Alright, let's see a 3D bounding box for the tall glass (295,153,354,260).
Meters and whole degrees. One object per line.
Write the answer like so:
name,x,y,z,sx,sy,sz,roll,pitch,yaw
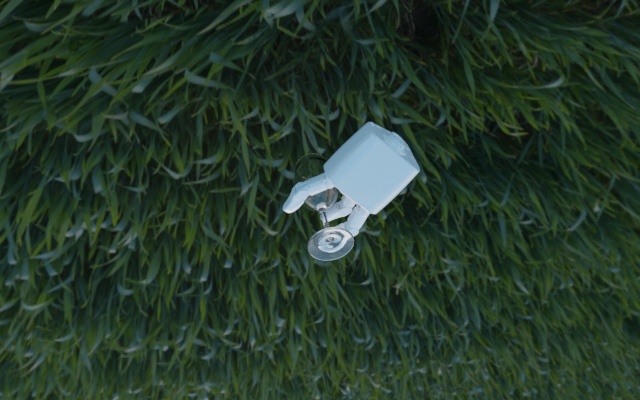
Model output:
tall glass,0.000,0.003,0.816,0.079,0.079,0.200,0,42,-13
